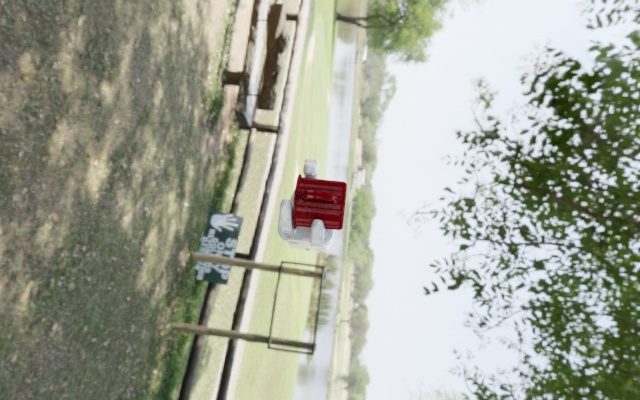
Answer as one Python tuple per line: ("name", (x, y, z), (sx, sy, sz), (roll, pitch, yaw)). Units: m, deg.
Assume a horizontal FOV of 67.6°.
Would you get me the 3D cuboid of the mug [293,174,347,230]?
("mug", (0.000, 0.002, 0.784), (0.081, 0.093, 0.117), (6, -14, 3))
